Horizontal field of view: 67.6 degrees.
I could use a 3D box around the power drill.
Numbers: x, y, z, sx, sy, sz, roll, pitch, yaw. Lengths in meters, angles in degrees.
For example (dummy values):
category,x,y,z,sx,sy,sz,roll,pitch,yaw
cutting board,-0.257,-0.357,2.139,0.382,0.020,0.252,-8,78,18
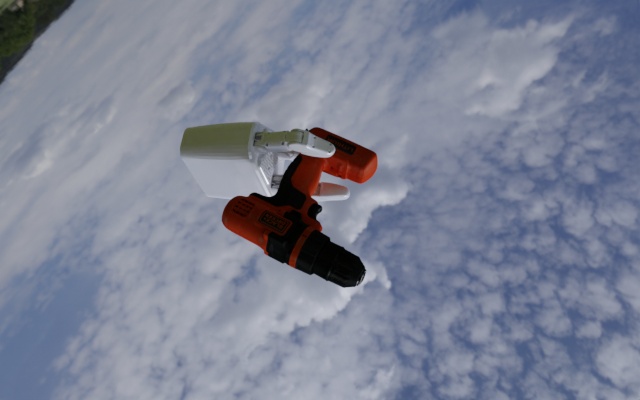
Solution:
category,x,y,z,sx,sy,sz,roll,pitch,yaw
power drill,0.000,0.002,0.593,0.184,0.187,0.057,27,-35,12
